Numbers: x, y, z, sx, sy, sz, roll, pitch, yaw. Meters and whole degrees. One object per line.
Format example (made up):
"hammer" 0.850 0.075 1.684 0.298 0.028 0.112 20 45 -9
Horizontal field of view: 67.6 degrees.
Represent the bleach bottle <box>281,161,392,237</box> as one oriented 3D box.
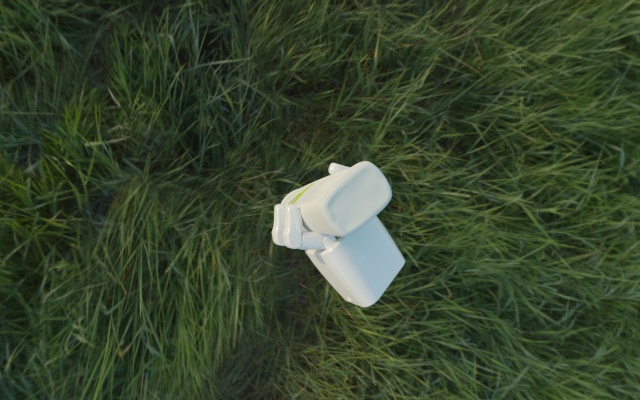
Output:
"bleach bottle" 0.000 0.002 0.709 0.102 0.068 0.251 -41 13 -17
